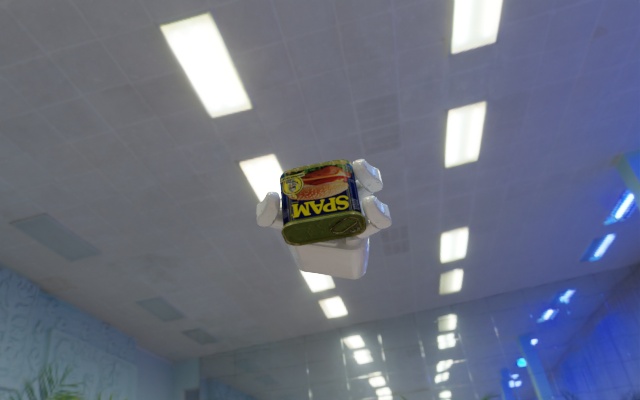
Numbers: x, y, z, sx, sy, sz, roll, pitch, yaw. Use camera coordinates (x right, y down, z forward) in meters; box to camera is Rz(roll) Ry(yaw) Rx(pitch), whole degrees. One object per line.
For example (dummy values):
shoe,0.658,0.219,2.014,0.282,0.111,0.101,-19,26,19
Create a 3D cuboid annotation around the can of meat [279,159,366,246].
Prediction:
can of meat,0.000,0.002,0.597,0.102,0.084,0.057,-10,-32,4
